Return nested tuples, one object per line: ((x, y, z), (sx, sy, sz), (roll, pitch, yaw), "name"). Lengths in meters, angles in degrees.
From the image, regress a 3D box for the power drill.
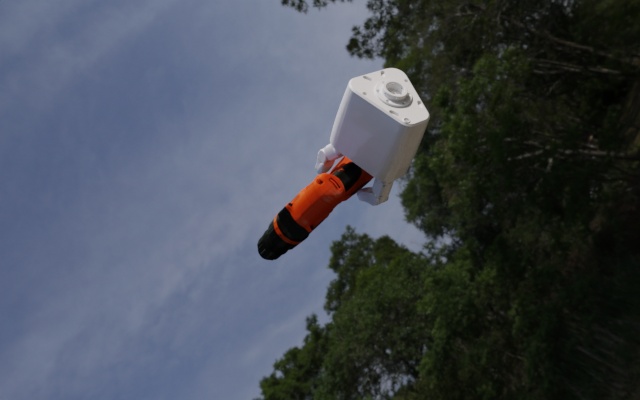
((0.000, 0.002, 0.706), (0.184, 0.057, 0.187), (-42, 0, 39), "power drill")
